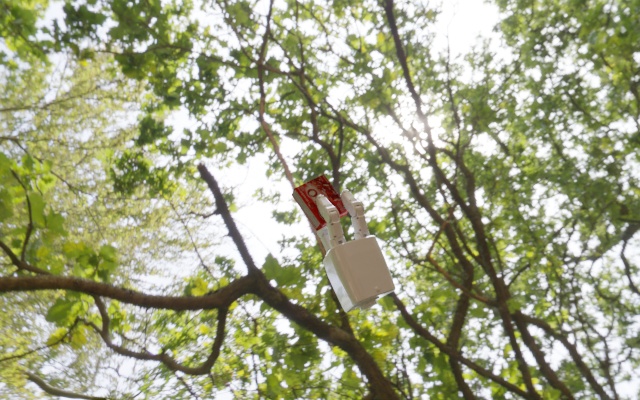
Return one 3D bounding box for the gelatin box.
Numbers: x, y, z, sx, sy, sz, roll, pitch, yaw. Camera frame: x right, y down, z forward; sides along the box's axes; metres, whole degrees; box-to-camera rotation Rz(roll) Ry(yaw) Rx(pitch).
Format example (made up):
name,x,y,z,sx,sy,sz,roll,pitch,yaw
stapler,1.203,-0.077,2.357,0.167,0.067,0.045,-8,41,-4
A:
name,x,y,z,sx,sy,sz,roll,pitch,yaw
gelatin box,0.000,0.003,0.898,0.073,0.089,0.030,-27,-16,-32
